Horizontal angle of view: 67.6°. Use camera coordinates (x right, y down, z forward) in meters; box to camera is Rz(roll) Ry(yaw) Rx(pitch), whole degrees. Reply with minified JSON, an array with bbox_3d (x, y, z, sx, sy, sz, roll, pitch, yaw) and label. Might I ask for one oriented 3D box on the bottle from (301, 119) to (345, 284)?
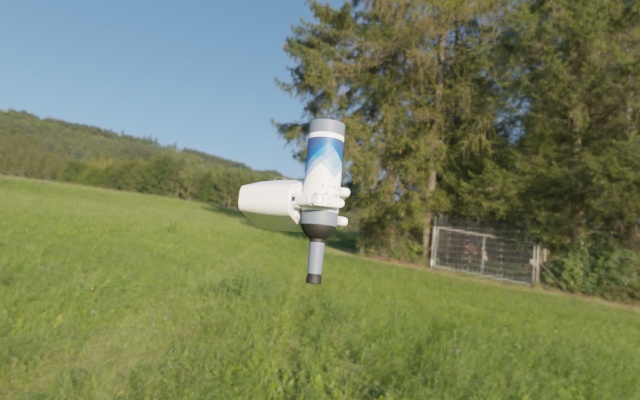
[{"bbox_3d":[0.000,0.003,0.870,0.069,0.295,0.069,5,-8,1],"label":"bottle"}]
